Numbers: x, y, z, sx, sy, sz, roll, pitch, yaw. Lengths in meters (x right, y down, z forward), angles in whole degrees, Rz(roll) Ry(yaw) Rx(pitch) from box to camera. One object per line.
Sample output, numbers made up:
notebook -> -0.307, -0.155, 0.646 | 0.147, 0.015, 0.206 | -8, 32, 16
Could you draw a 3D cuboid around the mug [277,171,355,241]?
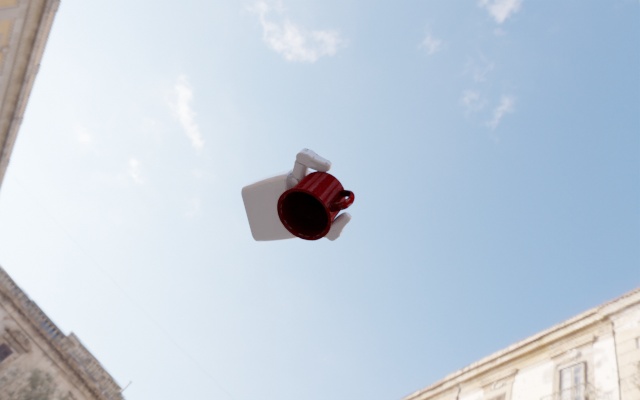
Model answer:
mug -> 0.001, 0.002, 0.757 | 0.117, 0.093, 0.081 | -10, 23, 31
